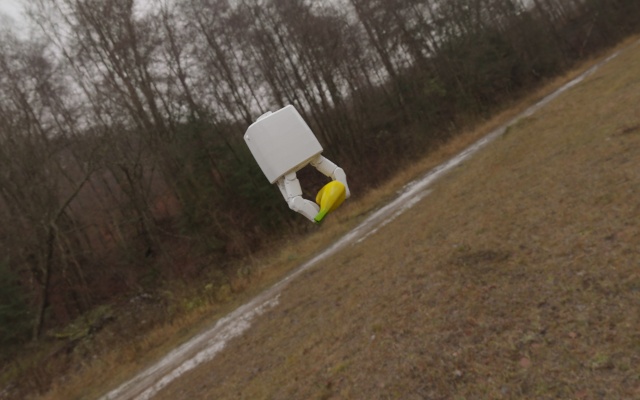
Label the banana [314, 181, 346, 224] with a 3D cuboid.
[{"bbox_3d":[0.015,-0.008,0.852,0.069,0.037,0.198,-36,5,6],"label":"banana"}]
